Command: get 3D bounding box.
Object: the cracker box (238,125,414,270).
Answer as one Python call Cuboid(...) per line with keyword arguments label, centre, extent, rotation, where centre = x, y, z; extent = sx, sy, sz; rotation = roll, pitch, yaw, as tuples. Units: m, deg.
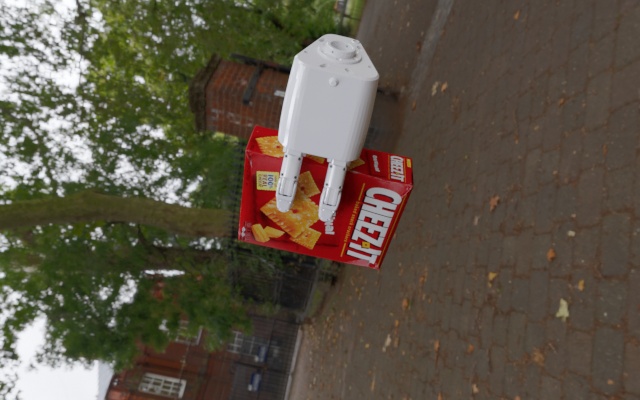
Cuboid(label="cracker box", centre=(0.000, 0.002, 0.655), extent=(0.214, 0.164, 0.072), rotation=(12, 40, -2))
